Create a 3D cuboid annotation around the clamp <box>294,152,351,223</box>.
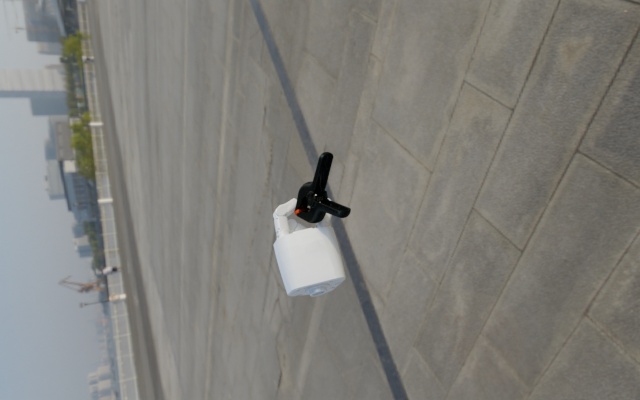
[{"bbox_3d":[-0.001,0.003,0.878,0.039,0.120,0.171,-5,-26,-25],"label":"clamp"}]
